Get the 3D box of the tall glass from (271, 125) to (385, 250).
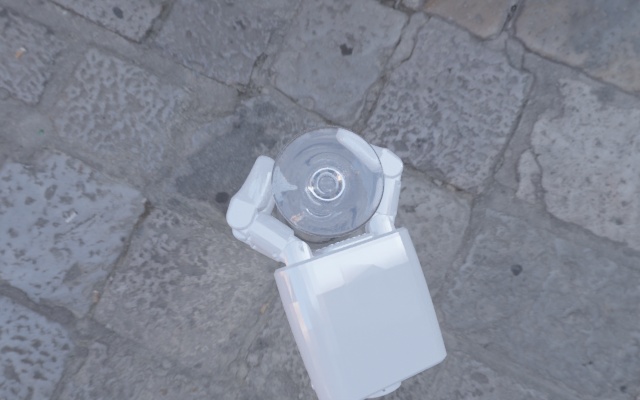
[{"bbox_3d":[0.000,0.001,0.407,0.079,0.079,0.201,0,-8,-3],"label":"tall glass"}]
